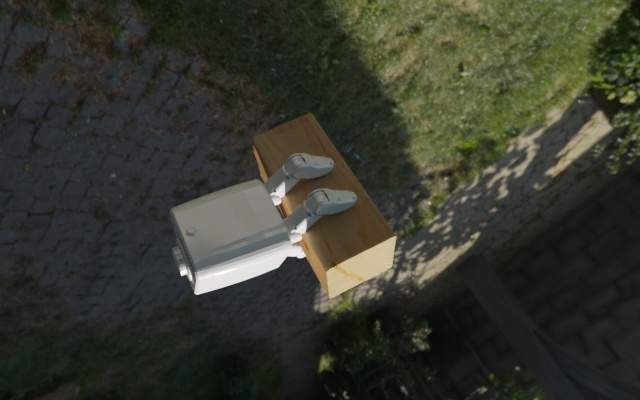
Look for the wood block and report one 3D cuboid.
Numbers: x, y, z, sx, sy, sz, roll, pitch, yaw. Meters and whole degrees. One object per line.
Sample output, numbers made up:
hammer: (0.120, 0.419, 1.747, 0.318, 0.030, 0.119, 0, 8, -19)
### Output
wood block: (0.000, 0.002, 0.597, 0.090, 0.206, 0.091, -25, -29, -11)
